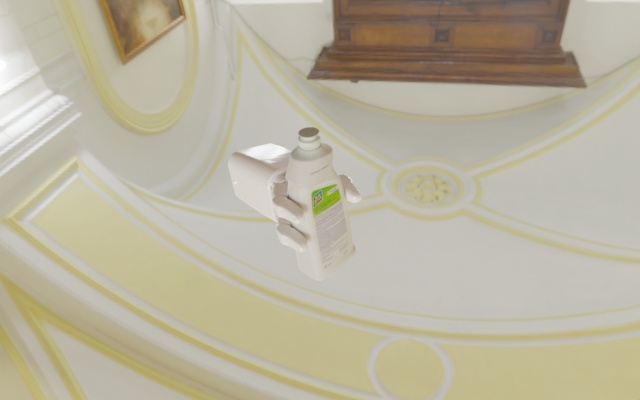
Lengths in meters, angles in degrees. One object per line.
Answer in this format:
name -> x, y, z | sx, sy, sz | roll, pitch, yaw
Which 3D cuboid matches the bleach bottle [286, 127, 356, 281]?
bleach bottle -> 0.000, 0.002, 0.723 | 0.068, 0.251, 0.102 | 27, 49, 35
